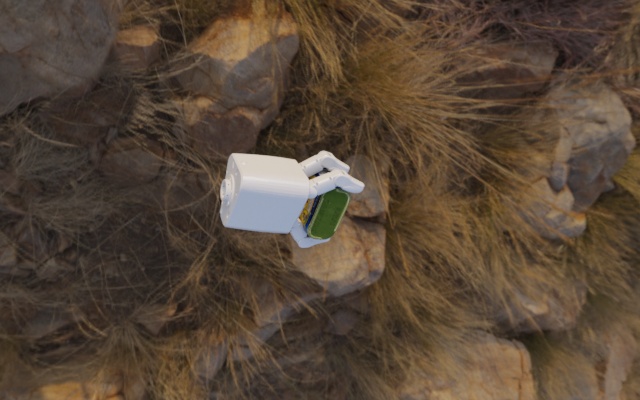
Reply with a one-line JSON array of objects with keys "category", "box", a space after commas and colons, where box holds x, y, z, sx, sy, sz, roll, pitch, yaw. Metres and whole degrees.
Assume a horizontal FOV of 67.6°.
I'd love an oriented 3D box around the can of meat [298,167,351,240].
[{"category": "can of meat", "box": [0.000, 0.003, 0.790, 0.057, 0.102, 0.084, 9, 27, -28]}]
